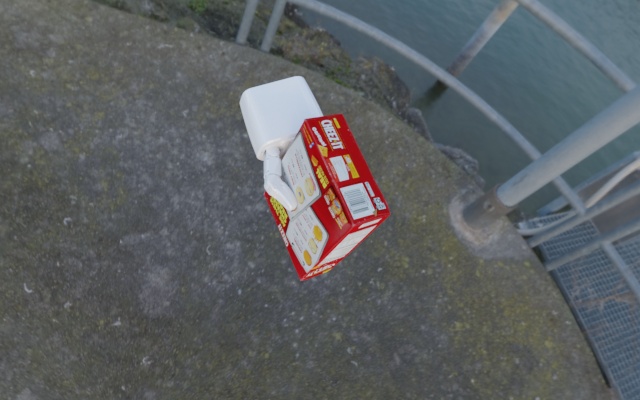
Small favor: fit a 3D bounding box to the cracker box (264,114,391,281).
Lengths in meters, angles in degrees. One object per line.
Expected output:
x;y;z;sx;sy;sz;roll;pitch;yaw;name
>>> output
0.000;0.002;0.706;0.072;0.164;0.214;-14;-21;-28;cracker box
